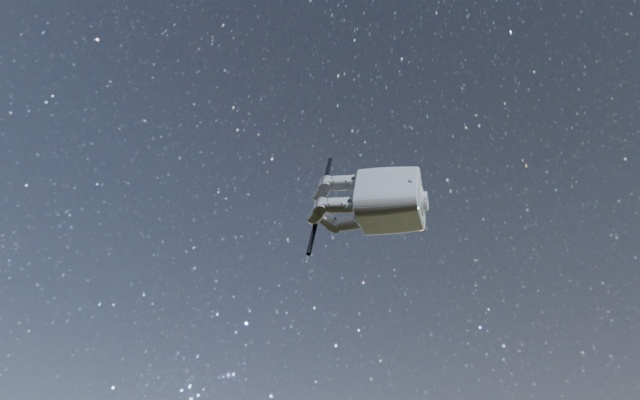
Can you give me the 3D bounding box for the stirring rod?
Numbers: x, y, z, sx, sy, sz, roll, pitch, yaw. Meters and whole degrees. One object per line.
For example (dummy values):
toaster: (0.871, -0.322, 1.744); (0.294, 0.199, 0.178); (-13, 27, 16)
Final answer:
stirring rod: (0.000, 0.003, 0.865); (0.011, 0.239, 0.011); (7, -44, 7)
